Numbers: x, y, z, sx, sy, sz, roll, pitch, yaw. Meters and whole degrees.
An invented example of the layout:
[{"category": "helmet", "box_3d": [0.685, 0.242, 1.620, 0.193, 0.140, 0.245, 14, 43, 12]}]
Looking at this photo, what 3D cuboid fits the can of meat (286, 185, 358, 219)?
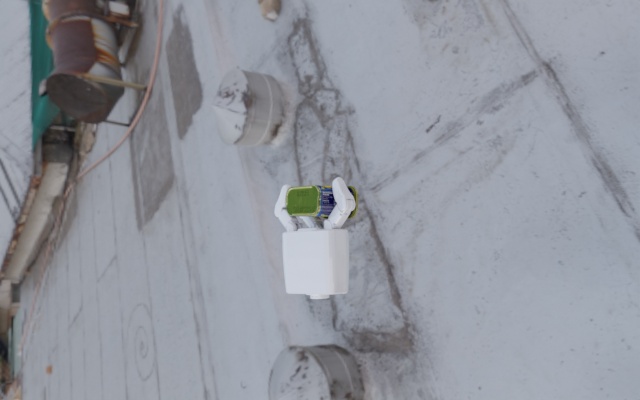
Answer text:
[{"category": "can of meat", "box_3d": [0.000, 0.003, 0.826, 0.084, 0.057, 0.102, 3, -4, -38]}]
